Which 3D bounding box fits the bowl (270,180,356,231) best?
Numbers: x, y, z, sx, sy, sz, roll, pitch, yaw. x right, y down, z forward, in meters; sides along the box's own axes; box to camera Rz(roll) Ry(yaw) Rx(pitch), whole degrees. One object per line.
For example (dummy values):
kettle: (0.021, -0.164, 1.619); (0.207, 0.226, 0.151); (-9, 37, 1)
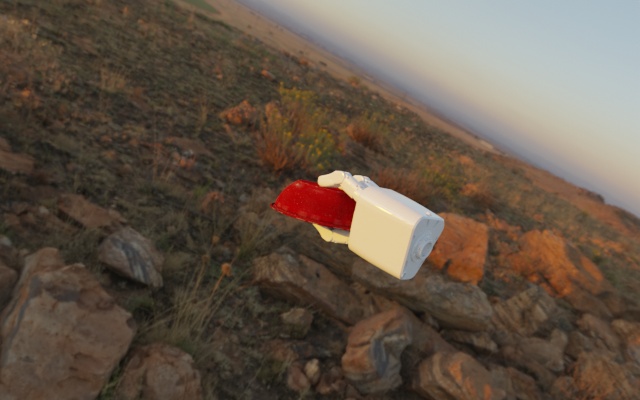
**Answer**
bowl: (-0.001, 0.002, 0.802); (0.162, 0.055, 0.162); (14, 6, -1)
